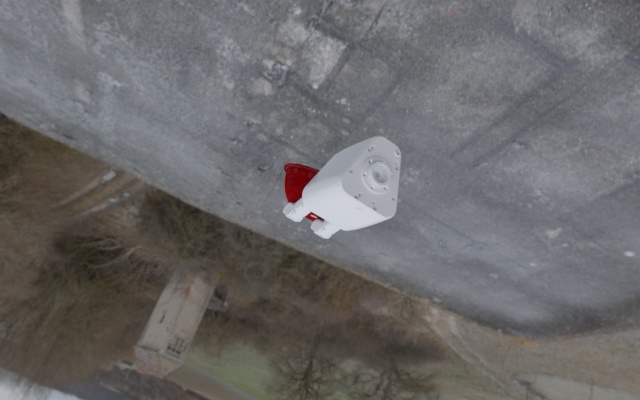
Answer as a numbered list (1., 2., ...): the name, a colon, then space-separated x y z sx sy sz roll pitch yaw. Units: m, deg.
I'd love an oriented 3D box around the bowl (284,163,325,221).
1. bowl: 0.000 0.003 0.789 0.162 0.055 0.162 26 -12 6
